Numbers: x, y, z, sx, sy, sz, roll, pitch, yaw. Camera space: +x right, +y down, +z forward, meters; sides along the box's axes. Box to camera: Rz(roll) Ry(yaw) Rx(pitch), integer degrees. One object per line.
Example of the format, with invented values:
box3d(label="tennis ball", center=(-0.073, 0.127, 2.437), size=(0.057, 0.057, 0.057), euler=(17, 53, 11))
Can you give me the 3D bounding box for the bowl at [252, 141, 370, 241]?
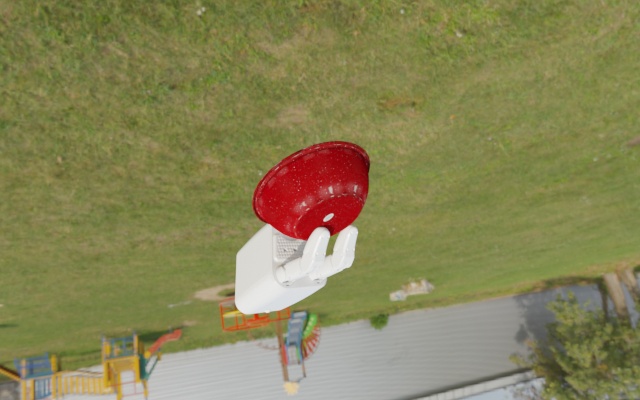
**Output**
box3d(label="bowl", center=(0.001, 0.001, 0.592), size=(0.162, 0.055, 0.162), euler=(-19, -32, -13))
